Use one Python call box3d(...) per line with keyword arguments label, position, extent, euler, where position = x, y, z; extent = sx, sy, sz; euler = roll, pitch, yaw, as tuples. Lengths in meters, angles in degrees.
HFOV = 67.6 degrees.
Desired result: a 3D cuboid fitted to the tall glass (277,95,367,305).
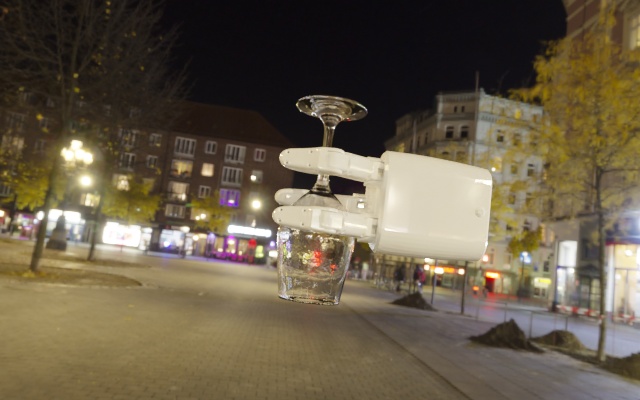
box3d(label="tall glass", position=(0.000, 0.001, 0.487), extent=(0.079, 0.201, 0.079), euler=(7, -7, 1))
